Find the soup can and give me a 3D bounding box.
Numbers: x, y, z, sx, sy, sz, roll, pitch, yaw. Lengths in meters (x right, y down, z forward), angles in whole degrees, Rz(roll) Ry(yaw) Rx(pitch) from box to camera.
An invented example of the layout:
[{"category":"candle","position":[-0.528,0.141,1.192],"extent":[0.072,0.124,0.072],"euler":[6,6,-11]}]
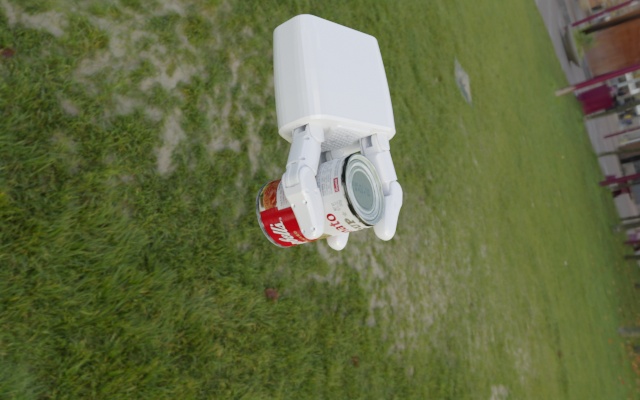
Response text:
[{"category":"soup can","position":[0.000,0.002,0.444],"extent":[0.102,0.068,0.068],"euler":[-16,-9,34]}]
